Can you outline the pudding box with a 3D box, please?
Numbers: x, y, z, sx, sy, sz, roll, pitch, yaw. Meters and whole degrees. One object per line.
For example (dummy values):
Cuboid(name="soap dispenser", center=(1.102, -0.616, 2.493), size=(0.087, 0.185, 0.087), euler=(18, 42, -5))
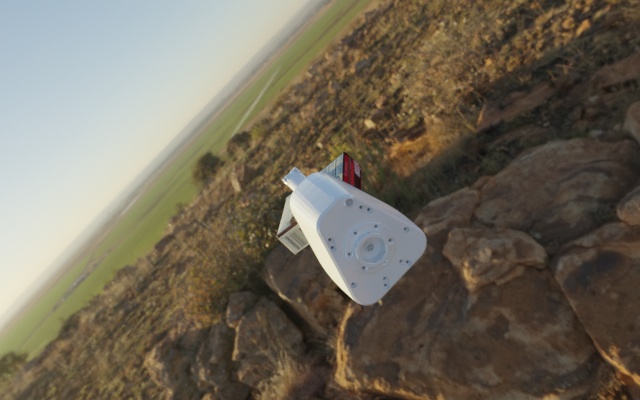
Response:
Cuboid(name="pudding box", center=(0.000, 0.002, 0.594), size=(0.113, 0.039, 0.090), euler=(-36, 23, 25))
